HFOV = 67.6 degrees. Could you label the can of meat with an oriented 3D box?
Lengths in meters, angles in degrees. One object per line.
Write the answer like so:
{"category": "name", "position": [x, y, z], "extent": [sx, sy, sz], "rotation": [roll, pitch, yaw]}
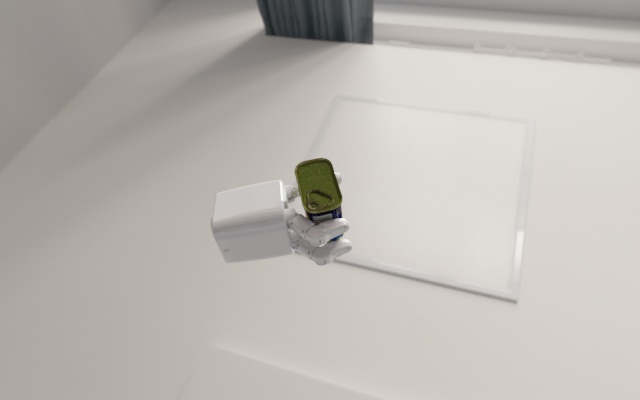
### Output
{"category": "can of meat", "position": [0.000, 0.002, 0.714], "extent": [0.057, 0.102, 0.084], "rotation": [-13, -40, -3]}
